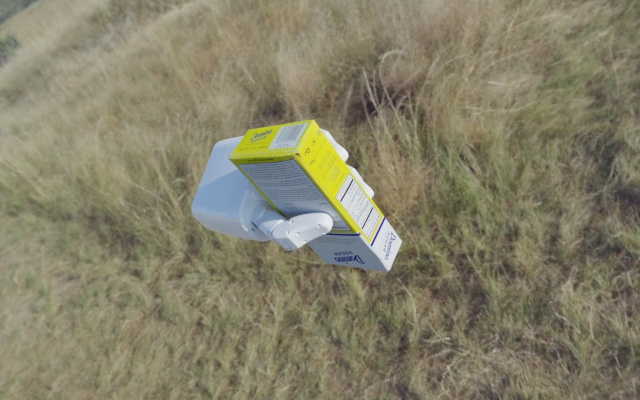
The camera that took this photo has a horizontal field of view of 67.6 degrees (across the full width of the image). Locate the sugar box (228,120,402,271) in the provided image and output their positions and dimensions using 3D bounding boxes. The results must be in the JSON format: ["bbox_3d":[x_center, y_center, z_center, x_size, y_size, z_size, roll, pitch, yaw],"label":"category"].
[{"bbox_3d":[0.000,0.001,0.475,0.093,0.048,0.176,1,-36,43],"label":"sugar box"}]
